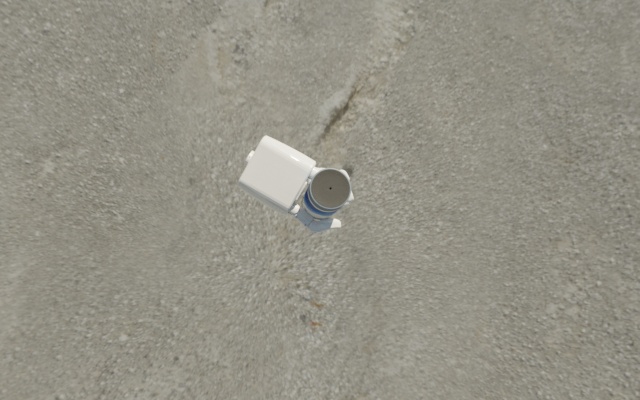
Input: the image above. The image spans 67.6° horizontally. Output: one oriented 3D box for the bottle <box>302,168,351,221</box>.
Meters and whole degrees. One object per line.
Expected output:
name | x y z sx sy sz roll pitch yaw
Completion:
bottle | 0.000 0.003 0.890 0.069 0.069 0.296 0 -8 -6
